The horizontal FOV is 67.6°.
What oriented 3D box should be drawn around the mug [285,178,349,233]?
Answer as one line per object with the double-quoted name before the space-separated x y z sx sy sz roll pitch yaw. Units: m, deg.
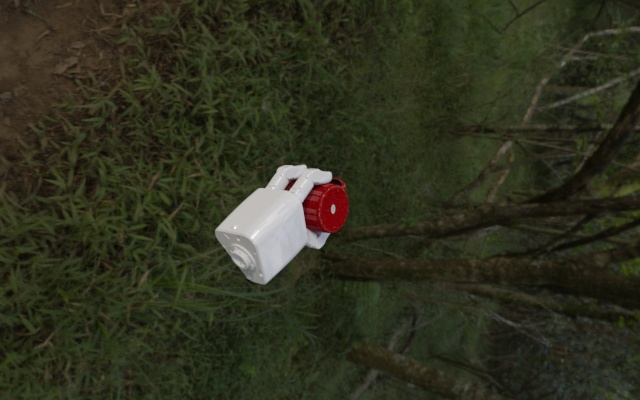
"mug" 0.001 0.002 0.814 0.081 0.093 0.117 9 43 40
